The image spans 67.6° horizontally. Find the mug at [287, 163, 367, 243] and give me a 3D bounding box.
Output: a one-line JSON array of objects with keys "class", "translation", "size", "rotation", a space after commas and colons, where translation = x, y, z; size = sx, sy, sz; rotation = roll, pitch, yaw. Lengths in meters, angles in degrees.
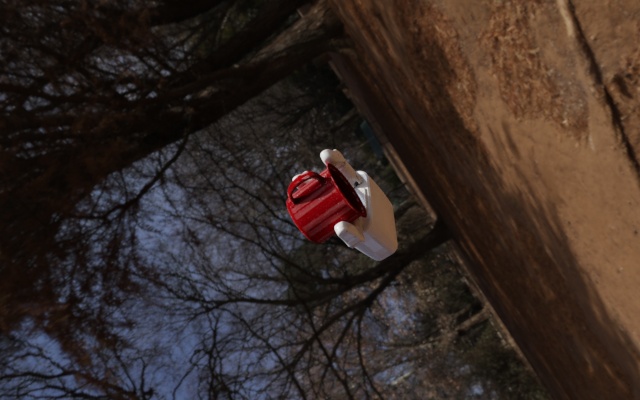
[{"class": "mug", "translation": [-0.001, 0.002, 0.670], "size": [0.081, 0.093, 0.117], "rotation": [-36, -43, 14]}]
